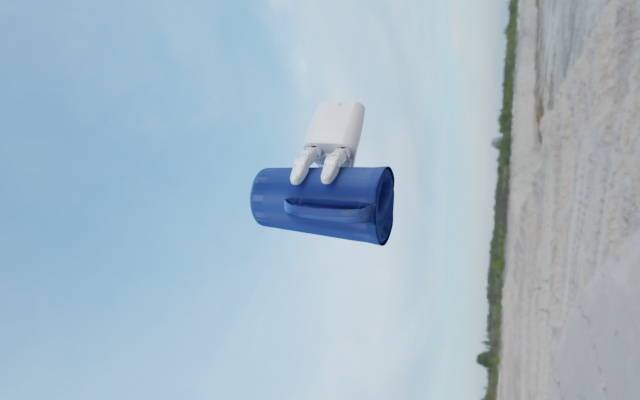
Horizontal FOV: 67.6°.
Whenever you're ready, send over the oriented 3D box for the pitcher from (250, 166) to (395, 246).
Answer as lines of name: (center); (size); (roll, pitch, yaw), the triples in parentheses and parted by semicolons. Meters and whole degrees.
pitcher: (0.000, 0.003, 0.826); (0.243, 0.145, 0.149); (4, -33, 21)
